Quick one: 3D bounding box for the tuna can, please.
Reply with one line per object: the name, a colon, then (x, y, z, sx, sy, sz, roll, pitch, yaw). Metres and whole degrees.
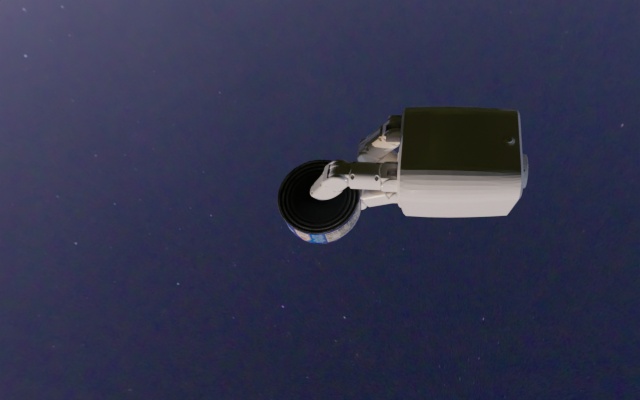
tuna can: (0.000, 0.002, 0.505, 0.086, 0.086, 0.034, 0, -26, 10)
